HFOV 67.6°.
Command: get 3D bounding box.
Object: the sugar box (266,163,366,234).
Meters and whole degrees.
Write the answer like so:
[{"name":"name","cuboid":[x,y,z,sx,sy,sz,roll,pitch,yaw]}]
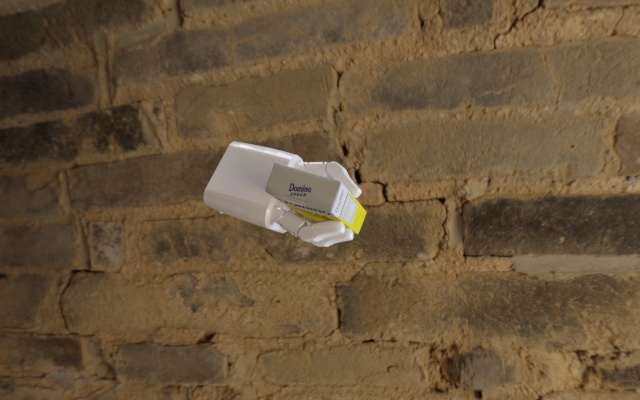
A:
[{"name":"sugar box","cuboid":[0.000,0.003,0.650,0.093,0.048,0.176,17,-5,19]}]
